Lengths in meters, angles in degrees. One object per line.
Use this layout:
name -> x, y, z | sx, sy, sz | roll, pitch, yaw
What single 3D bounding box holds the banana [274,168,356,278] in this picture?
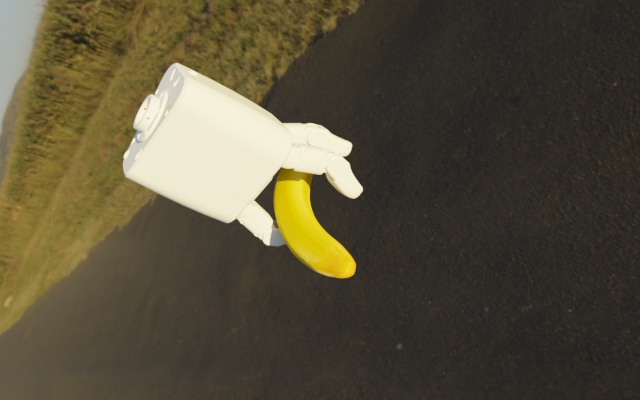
banana -> -0.014, 0.010, 0.477 | 0.070, 0.197, 0.037 | -37, -52, 21
